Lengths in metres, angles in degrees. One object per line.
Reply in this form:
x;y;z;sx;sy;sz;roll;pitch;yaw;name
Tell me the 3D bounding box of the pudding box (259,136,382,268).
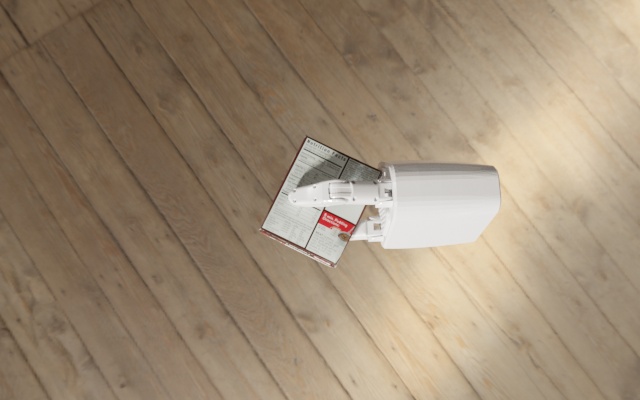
0.000;0.002;0.499;0.090;0.113;0.039;26;-10;2;pudding box
